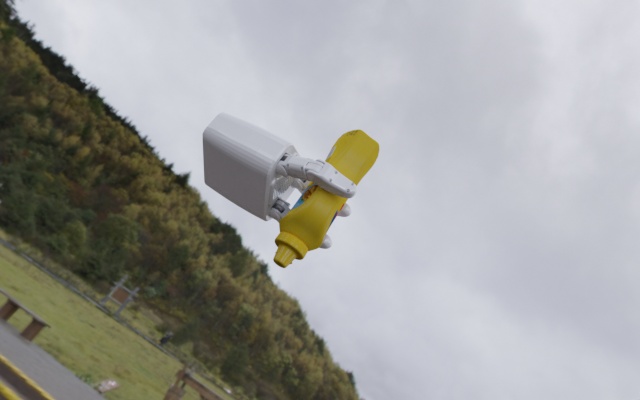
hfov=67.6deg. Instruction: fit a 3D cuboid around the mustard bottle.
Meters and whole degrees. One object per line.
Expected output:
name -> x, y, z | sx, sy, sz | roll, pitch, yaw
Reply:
mustard bottle -> 0.001, 0.002, 0.595 | 0.058, 0.191, 0.096 | 38, -25, -7
